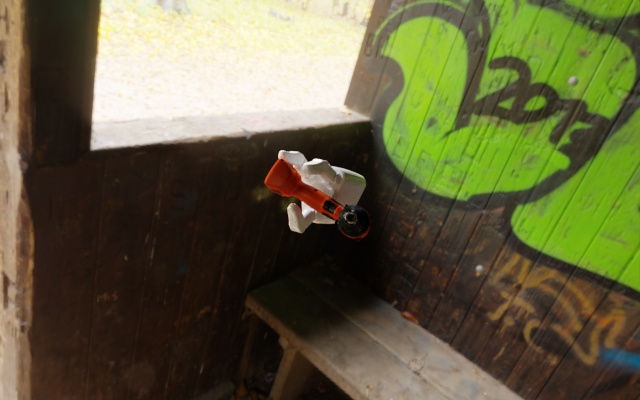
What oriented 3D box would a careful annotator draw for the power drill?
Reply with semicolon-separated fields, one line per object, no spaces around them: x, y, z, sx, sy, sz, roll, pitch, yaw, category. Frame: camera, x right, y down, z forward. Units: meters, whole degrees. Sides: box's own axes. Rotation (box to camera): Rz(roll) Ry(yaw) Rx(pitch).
0.000;0.002;0.804;0.187;0.057;0.184;33;-4;11;power drill
